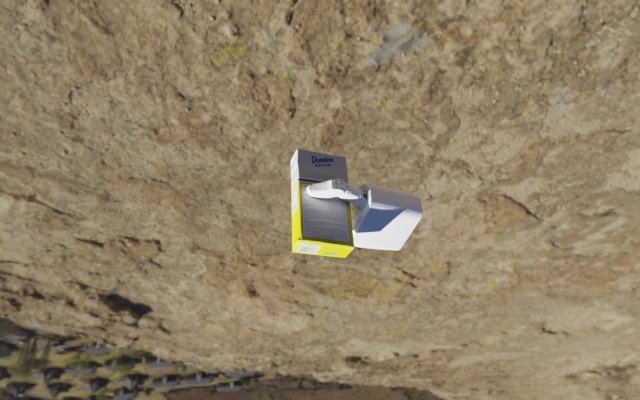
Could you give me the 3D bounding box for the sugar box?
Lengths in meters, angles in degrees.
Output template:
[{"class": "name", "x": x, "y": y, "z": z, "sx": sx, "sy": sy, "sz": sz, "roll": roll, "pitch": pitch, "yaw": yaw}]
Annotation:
[{"class": "sugar box", "x": 0.000, "y": 0.003, "z": 0.789, "sx": 0.093, "sy": 0.176, "sz": 0.048, "roll": 9, "pitch": -35, "yaw": -18}]
